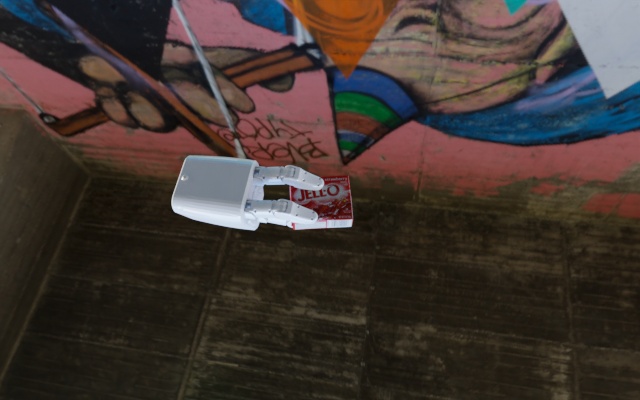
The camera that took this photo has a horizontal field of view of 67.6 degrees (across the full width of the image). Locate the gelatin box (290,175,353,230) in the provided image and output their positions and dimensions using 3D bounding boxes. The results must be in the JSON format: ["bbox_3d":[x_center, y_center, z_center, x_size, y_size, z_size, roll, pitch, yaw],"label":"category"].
[{"bbox_3d":[0.000,0.002,0.700,0.089,0.073,0.030,-3,-27,-3],"label":"gelatin box"}]
